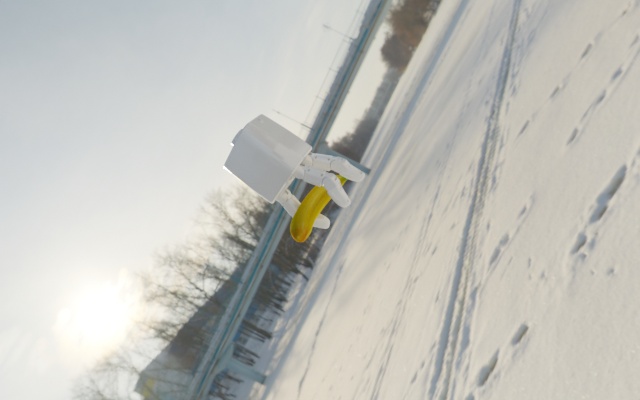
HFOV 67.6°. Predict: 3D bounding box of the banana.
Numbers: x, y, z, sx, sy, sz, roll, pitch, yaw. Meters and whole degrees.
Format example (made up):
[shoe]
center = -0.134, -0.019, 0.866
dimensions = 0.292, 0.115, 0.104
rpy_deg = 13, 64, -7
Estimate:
[banana]
center = -0.009, 0.008, 0.789
dimensions = 0.070, 0.037, 0.197
rpy_deg = -37, 12, 45
